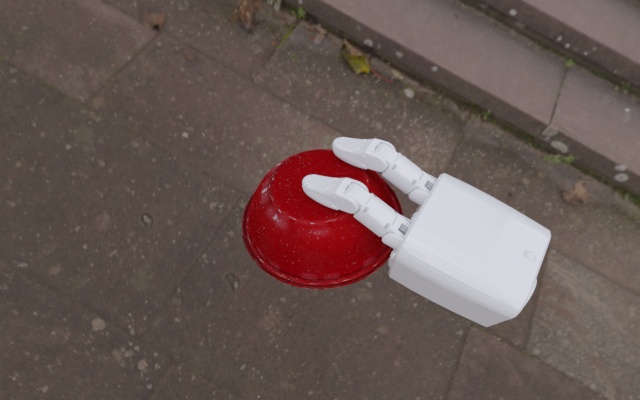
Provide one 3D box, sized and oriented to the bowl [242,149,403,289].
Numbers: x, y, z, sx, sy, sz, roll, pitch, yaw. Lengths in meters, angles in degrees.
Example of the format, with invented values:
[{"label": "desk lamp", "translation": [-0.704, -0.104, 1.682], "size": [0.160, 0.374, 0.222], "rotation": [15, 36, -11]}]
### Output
[{"label": "bowl", "translation": [-0.001, 0.001, 0.460], "size": [0.162, 0.162, 0.055], "rotation": [0, -39, 5]}]
